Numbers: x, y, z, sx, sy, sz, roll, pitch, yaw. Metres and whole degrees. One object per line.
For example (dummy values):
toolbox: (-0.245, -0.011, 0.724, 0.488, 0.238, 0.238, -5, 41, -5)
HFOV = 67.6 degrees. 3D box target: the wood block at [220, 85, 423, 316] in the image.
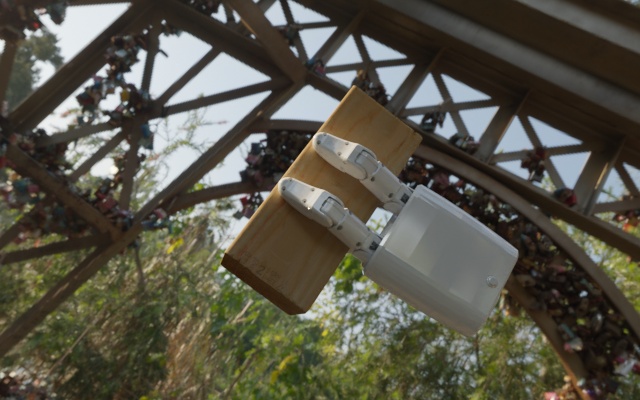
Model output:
wood block: (0.000, 0.002, 0.475, 0.090, 0.206, 0.091, 37, -20, -2)
